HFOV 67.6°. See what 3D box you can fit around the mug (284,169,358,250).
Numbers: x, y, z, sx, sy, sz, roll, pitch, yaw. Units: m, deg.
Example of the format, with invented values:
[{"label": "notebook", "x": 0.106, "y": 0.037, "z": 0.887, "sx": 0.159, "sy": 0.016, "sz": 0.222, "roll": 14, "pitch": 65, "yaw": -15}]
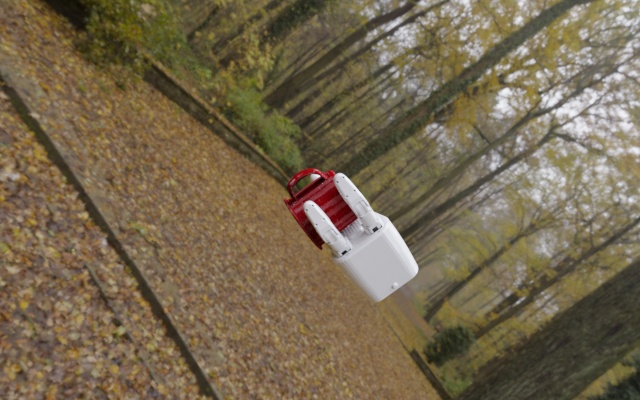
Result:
[{"label": "mug", "x": -0.001, "y": 0.001, "z": 0.682, "sx": 0.081, "sy": 0.117, "sz": 0.093, "roll": -36, "pitch": 30, "yaw": 2}]
